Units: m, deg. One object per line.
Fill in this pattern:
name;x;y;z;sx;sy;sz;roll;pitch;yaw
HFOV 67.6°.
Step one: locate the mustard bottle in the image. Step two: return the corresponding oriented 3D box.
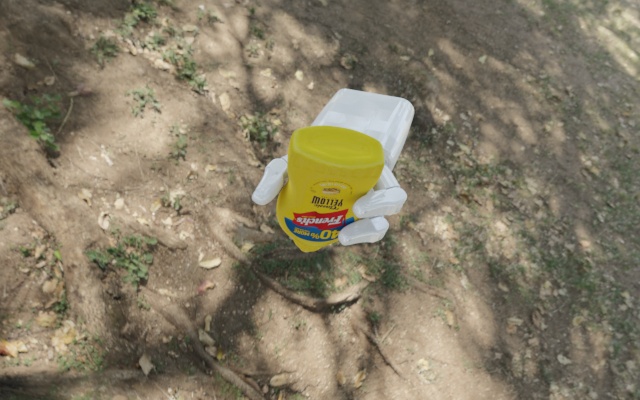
mustard bottle;0.000;0.002;0.542;0.096;0.058;0.192;6;-38;-10
